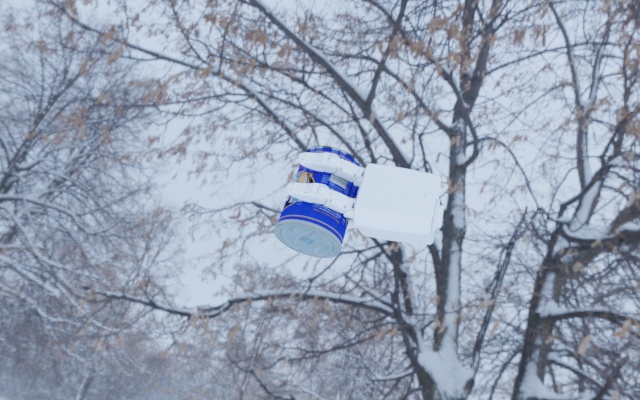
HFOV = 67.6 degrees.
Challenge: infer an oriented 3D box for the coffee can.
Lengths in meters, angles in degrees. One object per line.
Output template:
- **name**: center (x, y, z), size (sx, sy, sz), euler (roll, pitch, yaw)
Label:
- **coffee can**: center (0.000, 0.003, 0.731), size (0.103, 0.140, 0.103), euler (14, -29, 8)
